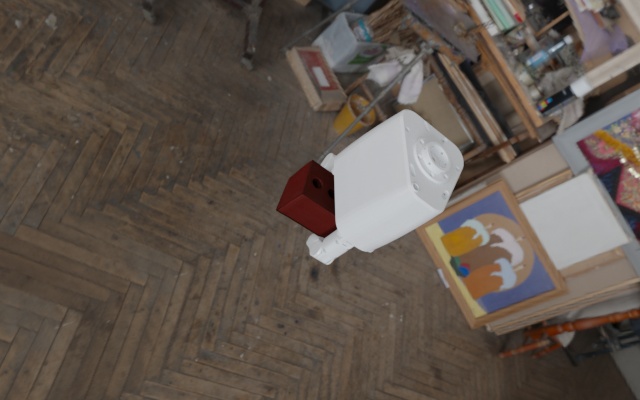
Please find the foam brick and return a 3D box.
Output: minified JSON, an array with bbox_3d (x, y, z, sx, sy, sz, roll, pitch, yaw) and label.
[{"bbox_3d":[0.000,0.002,0.546,0.078,0.053,0.051,33,-40,-21],"label":"foam brick"}]
